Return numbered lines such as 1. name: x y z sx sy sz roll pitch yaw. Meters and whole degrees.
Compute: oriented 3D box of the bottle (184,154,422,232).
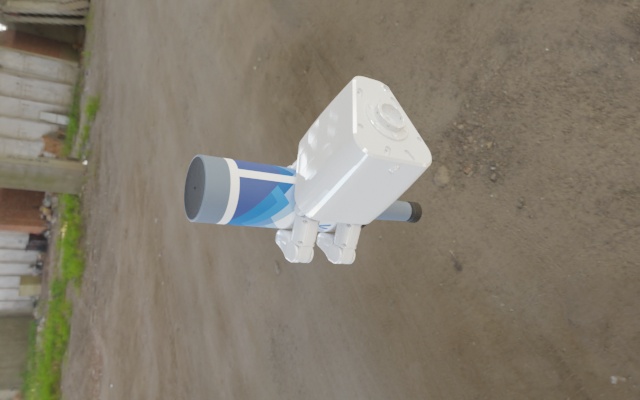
1. bottle: 0.000 0.002 0.544 0.296 0.069 0.069 6 -4 -32
